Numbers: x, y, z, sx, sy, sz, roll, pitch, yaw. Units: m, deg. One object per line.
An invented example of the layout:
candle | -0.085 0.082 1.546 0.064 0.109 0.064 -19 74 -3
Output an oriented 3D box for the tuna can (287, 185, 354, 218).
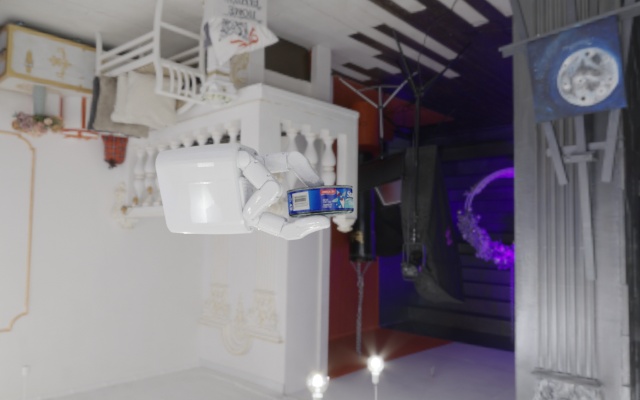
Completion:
tuna can | 0.000 0.003 0.613 0.086 0.033 0.086 -4 -5 0
